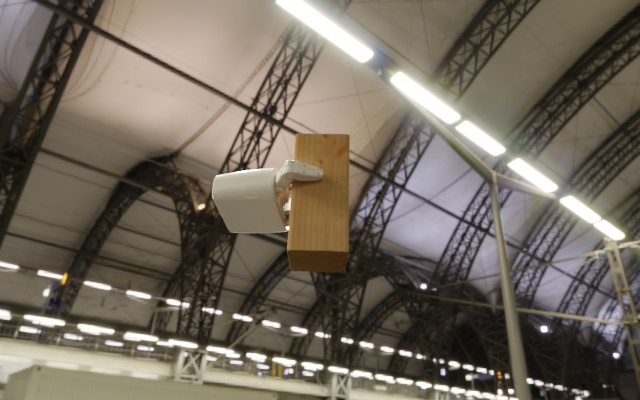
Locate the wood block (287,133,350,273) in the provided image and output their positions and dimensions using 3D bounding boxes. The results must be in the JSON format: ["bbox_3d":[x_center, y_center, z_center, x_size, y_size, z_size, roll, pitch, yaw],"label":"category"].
[{"bbox_3d":[0.000,0.002,0.767,0.090,0.206,0.091,1,-27,1],"label":"wood block"}]
